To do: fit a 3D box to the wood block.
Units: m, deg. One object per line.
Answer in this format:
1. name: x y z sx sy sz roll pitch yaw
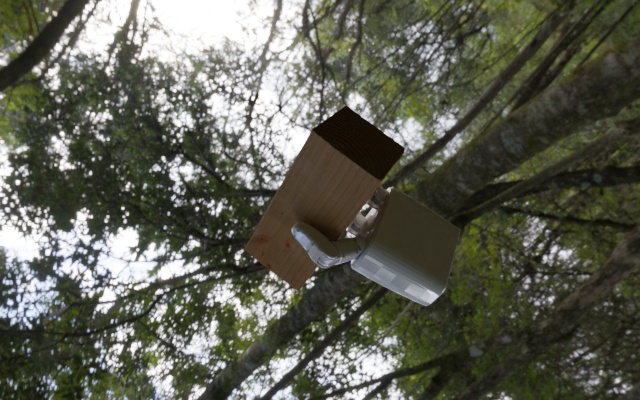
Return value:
1. wood block: 0.000 0.002 0.578 0.090 0.206 0.090 37 38 5
